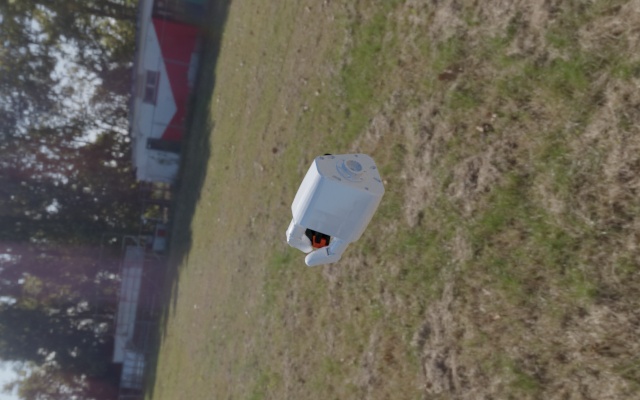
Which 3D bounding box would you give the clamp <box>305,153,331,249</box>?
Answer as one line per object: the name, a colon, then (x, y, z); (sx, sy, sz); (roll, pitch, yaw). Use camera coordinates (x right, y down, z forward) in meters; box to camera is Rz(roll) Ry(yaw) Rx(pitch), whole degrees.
clamp: (0.000, 0.003, 0.840); (0.039, 0.171, 0.120); (7, -46, -21)
